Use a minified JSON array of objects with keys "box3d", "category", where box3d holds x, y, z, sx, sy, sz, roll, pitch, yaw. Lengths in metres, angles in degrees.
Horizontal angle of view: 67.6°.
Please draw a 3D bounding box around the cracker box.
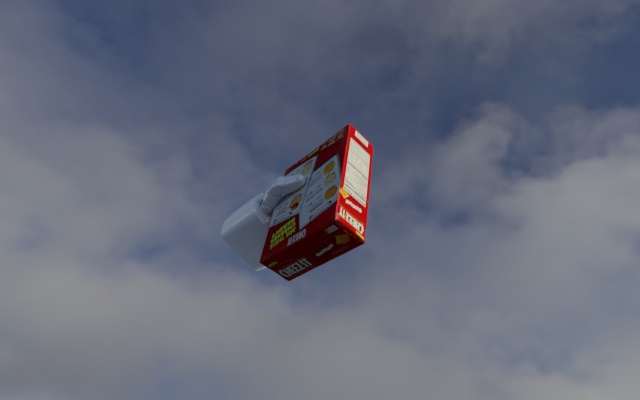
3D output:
[{"box3d":[0.000,0.002,0.758,0.072,0.213,0.164,38,-50,-26],"category":"cracker box"}]
